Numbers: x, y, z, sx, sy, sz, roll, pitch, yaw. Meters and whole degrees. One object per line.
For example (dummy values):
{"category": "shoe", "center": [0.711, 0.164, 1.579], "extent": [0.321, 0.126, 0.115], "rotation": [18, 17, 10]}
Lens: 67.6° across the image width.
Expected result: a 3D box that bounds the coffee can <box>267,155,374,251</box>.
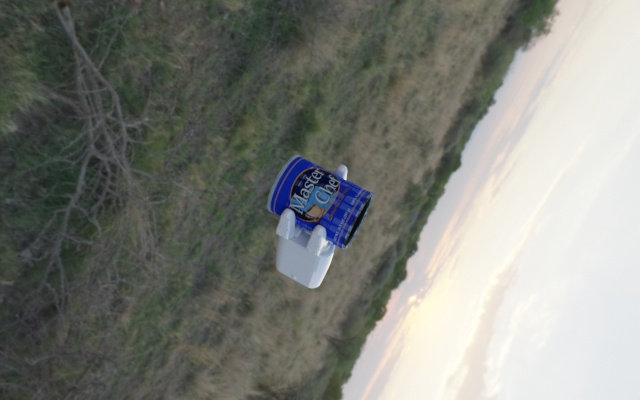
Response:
{"category": "coffee can", "center": [0.000, 0.002, 0.765], "extent": [0.140, 0.103, 0.103], "rotation": [27, 6, 11]}
